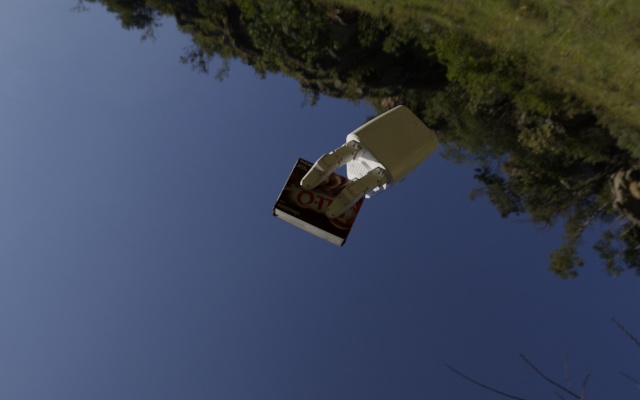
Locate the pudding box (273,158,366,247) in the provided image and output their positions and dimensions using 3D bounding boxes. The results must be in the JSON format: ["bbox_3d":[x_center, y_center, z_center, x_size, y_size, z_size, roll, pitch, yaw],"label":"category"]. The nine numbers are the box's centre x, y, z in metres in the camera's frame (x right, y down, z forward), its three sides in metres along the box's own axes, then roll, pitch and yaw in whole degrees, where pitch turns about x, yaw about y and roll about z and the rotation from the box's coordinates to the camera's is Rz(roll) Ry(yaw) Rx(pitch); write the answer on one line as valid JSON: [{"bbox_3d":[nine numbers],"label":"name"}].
[{"bbox_3d":[0.000,0.002,0.686,0.113,0.090,0.039,23,-27,4],"label":"pudding box"}]
